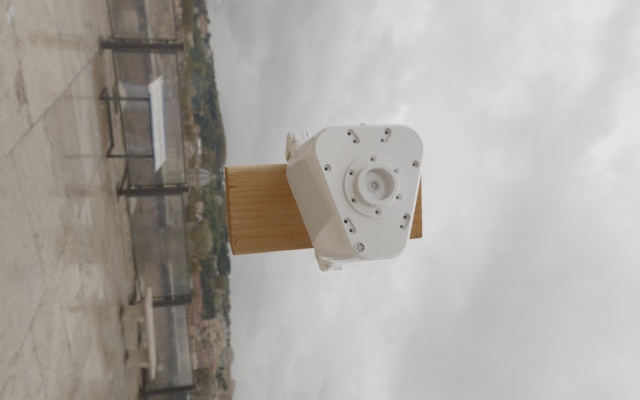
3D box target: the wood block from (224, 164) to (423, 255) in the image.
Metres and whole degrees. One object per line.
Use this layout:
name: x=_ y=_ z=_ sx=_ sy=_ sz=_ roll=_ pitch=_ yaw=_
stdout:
wood block: x=0.000 y=0.002 z=0.537 sx=0.206 sy=0.091 sz=0.090 roll=-3 pitch=5 yaw=-13
